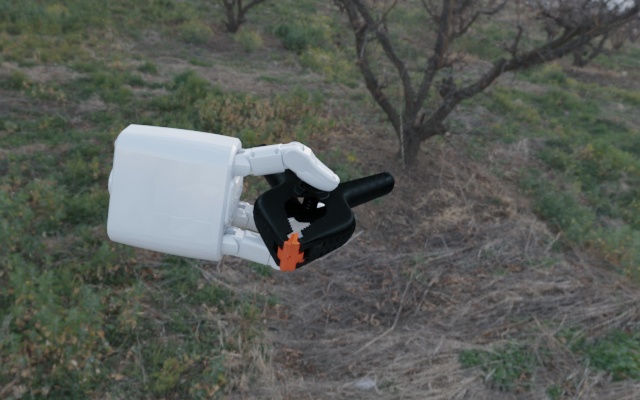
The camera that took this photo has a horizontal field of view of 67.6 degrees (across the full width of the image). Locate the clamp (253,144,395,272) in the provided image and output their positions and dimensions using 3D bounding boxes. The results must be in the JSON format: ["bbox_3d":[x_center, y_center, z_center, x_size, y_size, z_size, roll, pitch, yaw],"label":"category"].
[{"bbox_3d":[0.000,0.001,0.468,0.164,0.036,0.210,9,27,-3],"label":"clamp"}]
